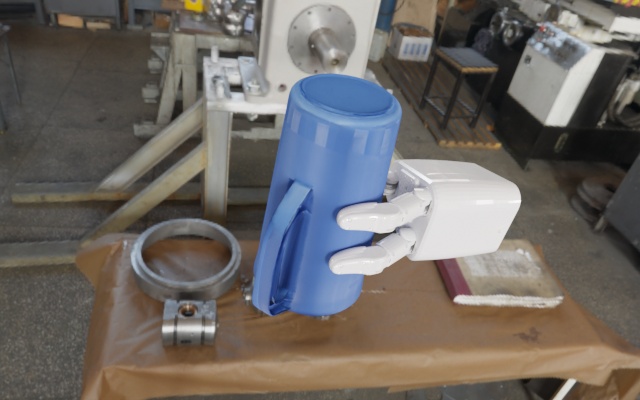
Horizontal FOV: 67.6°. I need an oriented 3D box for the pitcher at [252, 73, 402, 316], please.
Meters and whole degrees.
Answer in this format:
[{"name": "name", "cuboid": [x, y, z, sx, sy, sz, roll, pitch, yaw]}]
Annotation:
[{"name": "pitcher", "cuboid": [0.000, 0.002, 0.504, 0.145, 0.243, 0.149, 0, 37, -16]}]
